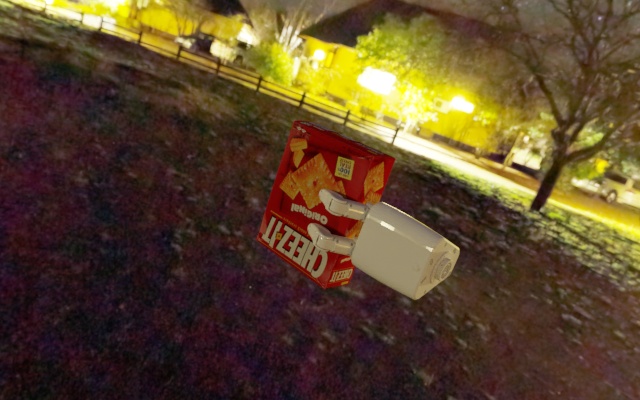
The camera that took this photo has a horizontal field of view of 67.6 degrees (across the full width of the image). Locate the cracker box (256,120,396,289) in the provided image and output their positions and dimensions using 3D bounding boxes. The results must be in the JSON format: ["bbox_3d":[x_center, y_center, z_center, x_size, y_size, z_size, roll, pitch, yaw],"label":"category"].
[{"bbox_3d":[0.000,0.002,0.740,0.164,0.214,0.072,30,18,35],"label":"cracker box"}]
